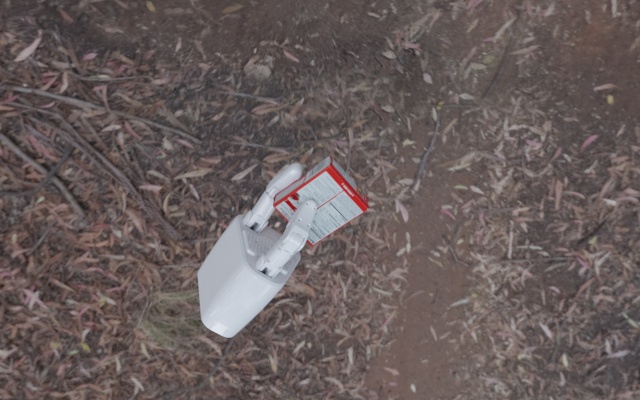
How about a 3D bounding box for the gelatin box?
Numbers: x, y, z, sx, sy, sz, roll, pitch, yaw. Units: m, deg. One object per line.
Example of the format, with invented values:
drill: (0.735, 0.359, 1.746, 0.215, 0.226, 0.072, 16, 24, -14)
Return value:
gelatin box: (0.000, 0.002, 0.558, 0.089, 0.073, 0.030, -35, 23, 21)
